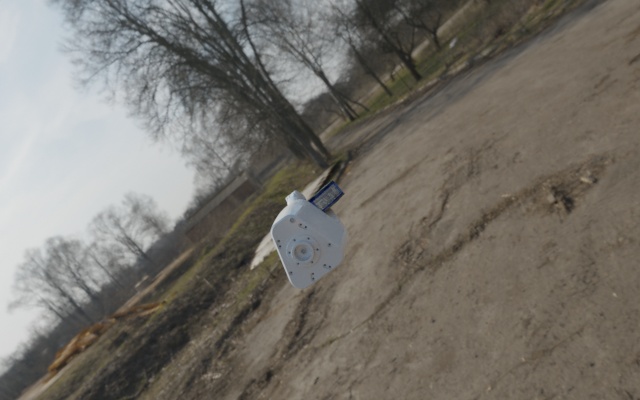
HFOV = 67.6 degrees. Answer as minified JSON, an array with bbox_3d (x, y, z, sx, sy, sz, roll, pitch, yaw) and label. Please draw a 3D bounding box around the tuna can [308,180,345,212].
[{"bbox_3d":[0.000,0.002,0.853,0.086,0.034,0.086,-40,2,2],"label":"tuna can"}]
